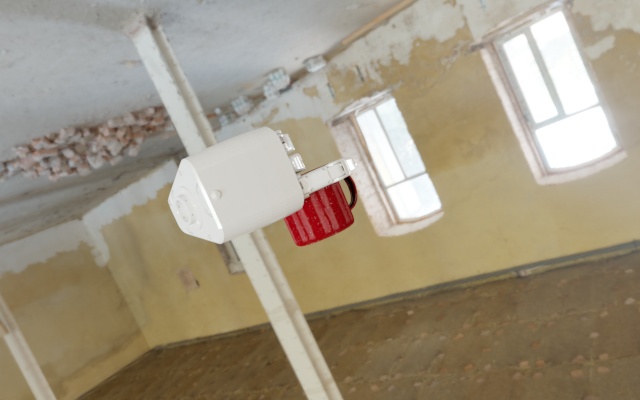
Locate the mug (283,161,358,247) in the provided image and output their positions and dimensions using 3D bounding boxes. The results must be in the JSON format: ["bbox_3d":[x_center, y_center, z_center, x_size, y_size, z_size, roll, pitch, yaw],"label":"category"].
[{"bbox_3d":[0.001,0.002,0.606,0.117,0.081,0.093,-25,3,-35],"label":"mug"}]
